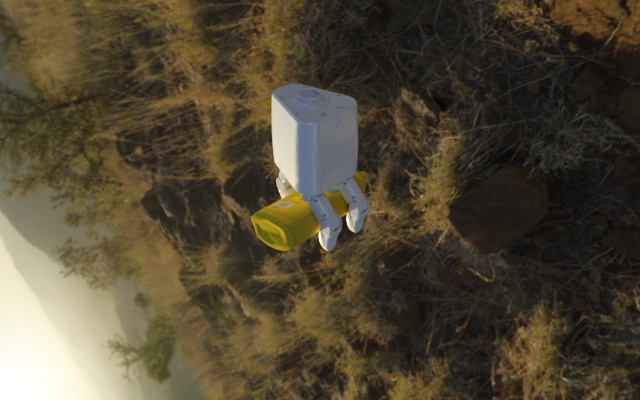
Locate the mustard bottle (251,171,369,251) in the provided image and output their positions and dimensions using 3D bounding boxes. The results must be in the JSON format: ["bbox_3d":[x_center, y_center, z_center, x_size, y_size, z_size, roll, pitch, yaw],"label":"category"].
[{"bbox_3d":[0.000,0.003,0.697,0.191,0.058,0.096,-31,23,-32],"label":"mustard bottle"}]
